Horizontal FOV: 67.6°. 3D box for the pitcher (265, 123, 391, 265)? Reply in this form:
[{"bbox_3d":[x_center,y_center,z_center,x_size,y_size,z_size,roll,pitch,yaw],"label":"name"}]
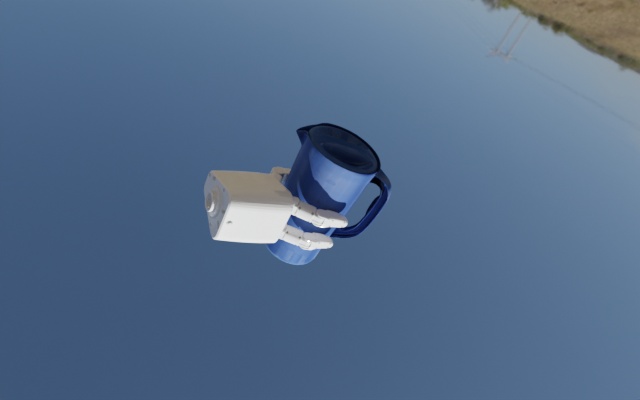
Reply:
[{"bbox_3d":[0.000,0.003,0.831,0.145,0.243,0.149,4,41,-34],"label":"pitcher"}]
